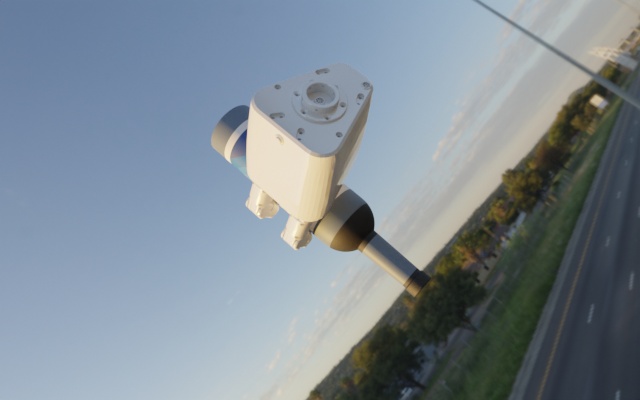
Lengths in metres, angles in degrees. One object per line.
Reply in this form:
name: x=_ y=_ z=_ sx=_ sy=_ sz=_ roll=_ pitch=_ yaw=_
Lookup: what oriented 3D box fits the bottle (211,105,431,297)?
bottle: x=0.000 y=0.002 z=0.546 sx=0.295 sy=0.069 sz=0.069 roll=40 pitch=12 yaw=15
